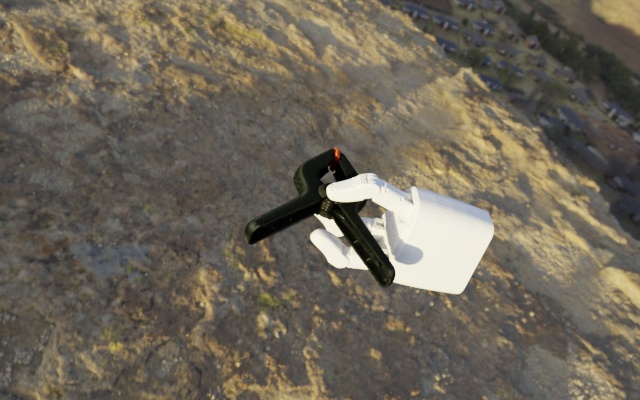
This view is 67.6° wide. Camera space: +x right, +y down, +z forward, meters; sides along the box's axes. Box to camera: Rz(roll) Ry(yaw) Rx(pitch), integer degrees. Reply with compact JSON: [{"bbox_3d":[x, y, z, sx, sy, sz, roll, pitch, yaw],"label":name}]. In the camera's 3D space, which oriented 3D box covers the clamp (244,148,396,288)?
[{"bbox_3d":[0.001,0.001,0.560,0.164,0.036,0.209,15,38,-13],"label":"clamp"}]
